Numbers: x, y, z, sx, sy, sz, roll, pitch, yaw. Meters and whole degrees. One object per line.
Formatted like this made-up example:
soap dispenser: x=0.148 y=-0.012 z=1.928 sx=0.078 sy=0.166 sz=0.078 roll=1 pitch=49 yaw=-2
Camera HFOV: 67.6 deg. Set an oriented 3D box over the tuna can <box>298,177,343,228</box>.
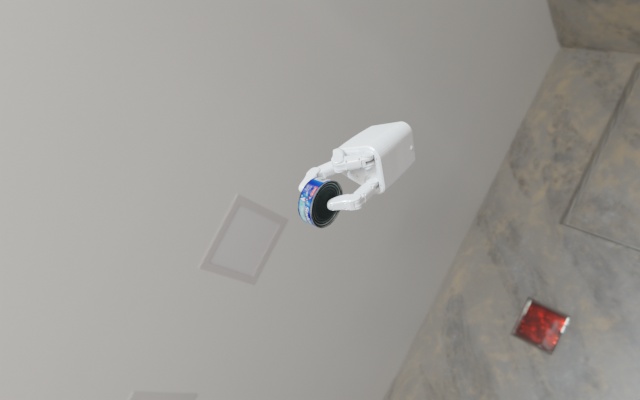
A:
tuna can: x=0.000 y=0.003 z=0.832 sx=0.033 sy=0.086 sz=0.086 roll=20 pitch=12 yaw=36
